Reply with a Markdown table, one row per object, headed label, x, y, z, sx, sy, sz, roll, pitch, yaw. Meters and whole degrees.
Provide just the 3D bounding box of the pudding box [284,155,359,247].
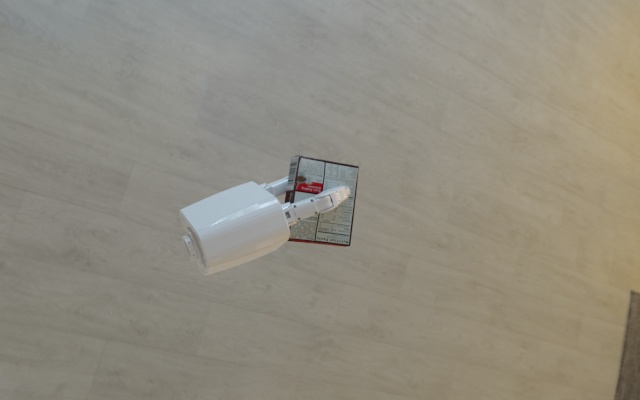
| label | x | y | z | sx | sy | sz | roll | pitch | yaw |
| --- | --- | --- | --- | --- | --- | --- | --- | --- | --- |
| pudding box | 0.000 | 0.002 | 0.639 | 0.090 | 0.113 | 0.039 | 9 | -2 | -21 |
